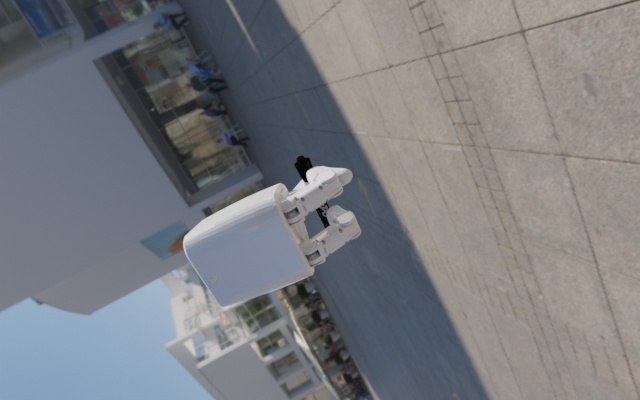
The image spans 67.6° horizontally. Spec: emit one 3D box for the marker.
[{"bbox_3d":[0.000,0.002,0.553,0.020,0.121,0.020,-20,26,10],"label":"marker"}]
